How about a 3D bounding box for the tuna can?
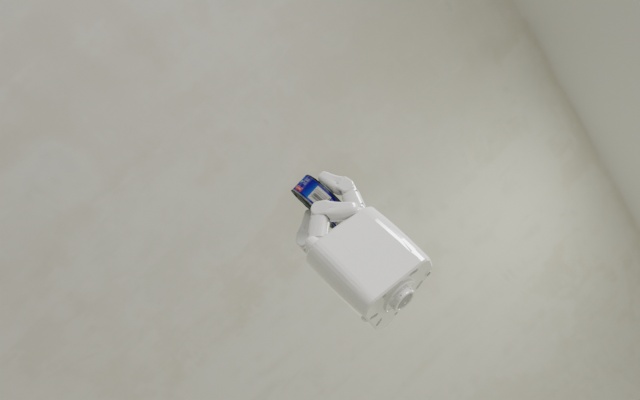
[{"bbox_3d":[0.000,0.002,0.686,0.086,0.034,0.086,42,-6,5],"label":"tuna can"}]
